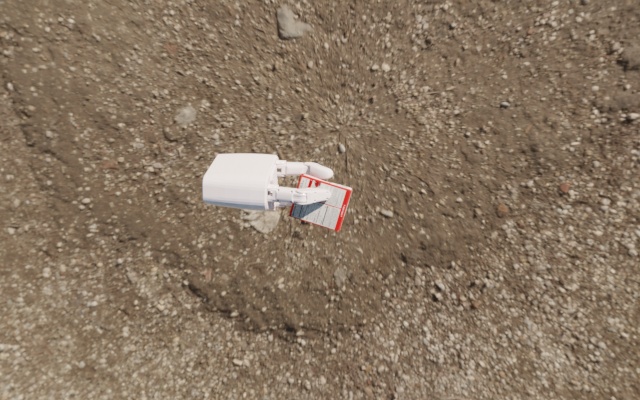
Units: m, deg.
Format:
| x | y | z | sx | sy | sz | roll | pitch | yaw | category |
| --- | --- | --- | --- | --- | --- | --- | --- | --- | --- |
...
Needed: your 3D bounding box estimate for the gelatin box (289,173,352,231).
| x | y | z | sx | sy | sz | roll | pitch | yaw | category |
| --- | --- | --- | --- | --- | --- | --- | --- | --- | --- |
| 0.000 | 0.003 | 0.790 | 0.089 | 0.073 | 0.030 | 17 | 10 | 4 | gelatin box |
